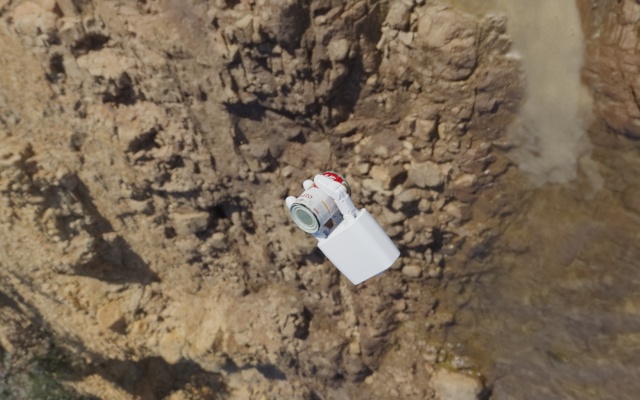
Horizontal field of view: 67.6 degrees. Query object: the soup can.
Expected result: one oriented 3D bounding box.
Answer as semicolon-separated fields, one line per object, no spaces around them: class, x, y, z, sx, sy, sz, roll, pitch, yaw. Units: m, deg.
soup can;0.000;0.003;0.864;0.068;0.068;0.102;0;36;47
